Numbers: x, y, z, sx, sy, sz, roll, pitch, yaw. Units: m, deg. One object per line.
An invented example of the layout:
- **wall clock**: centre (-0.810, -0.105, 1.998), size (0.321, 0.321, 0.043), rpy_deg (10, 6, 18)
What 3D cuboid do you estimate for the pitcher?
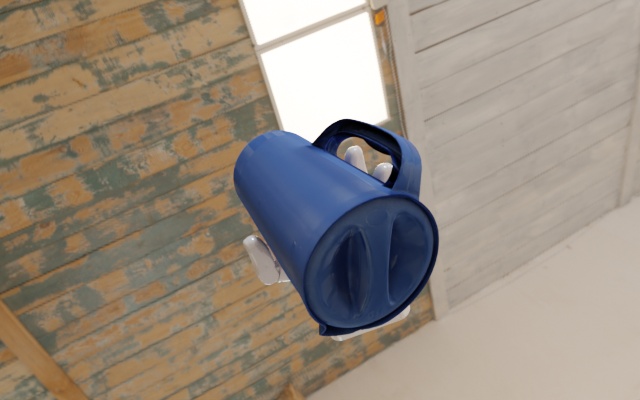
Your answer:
- **pitcher**: centre (0.000, 0.002, 0.487), size (0.149, 0.145, 0.242), rpy_deg (-31, 35, -12)
